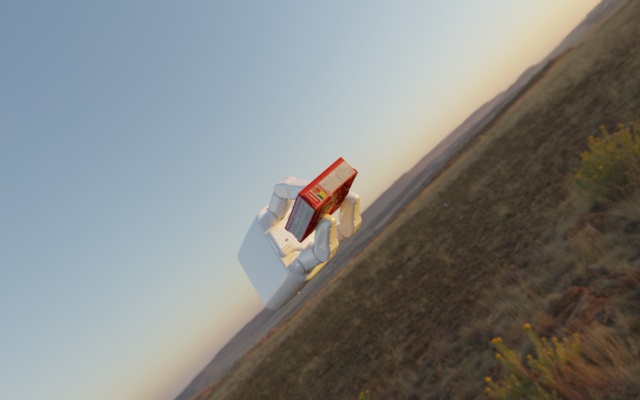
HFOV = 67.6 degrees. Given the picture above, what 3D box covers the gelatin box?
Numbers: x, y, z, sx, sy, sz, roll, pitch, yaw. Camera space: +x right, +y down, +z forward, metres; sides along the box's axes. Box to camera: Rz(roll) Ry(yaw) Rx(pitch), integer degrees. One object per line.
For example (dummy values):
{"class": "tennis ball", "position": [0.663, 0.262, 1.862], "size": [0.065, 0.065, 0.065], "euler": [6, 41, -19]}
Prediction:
{"class": "gelatin box", "position": [0.000, 0.001, 0.545], "size": [0.073, 0.030, 0.089], "euler": [-41, -13, -30]}
